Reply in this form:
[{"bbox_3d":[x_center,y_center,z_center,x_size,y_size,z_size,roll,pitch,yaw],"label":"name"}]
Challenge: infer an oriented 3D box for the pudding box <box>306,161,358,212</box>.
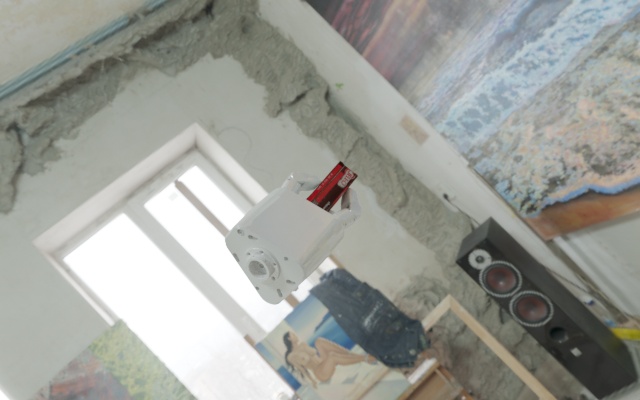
[{"bbox_3d":[0.000,0.002,0.697,0.090,0.039,0.113,-48,0,-25],"label":"pudding box"}]
